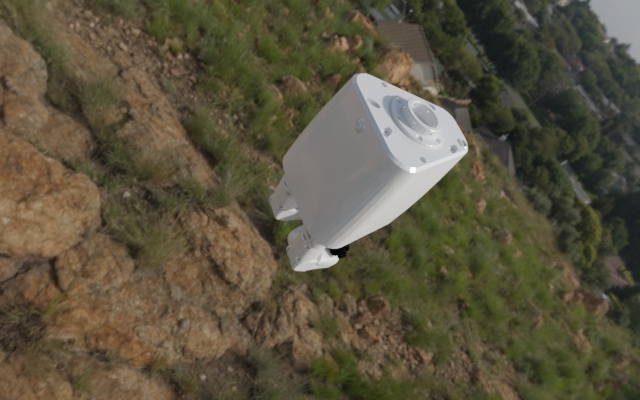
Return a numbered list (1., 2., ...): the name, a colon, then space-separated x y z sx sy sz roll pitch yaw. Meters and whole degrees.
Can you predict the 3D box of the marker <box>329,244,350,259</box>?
1. marker: 0.000 0.002 0.471 0.020 0.121 0.020 -18 -25 -9
